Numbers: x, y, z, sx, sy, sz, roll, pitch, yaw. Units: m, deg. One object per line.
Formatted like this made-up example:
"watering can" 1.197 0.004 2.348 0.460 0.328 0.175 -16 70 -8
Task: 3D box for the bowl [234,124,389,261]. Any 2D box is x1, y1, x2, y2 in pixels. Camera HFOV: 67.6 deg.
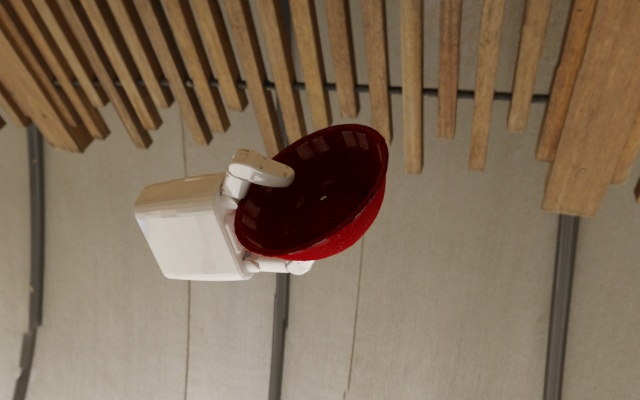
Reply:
"bowl" 0.001 0.002 0.449 0.162 0.162 0.055 0 -41 41
